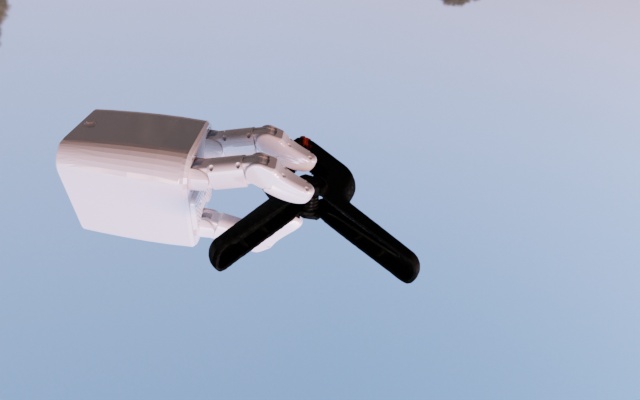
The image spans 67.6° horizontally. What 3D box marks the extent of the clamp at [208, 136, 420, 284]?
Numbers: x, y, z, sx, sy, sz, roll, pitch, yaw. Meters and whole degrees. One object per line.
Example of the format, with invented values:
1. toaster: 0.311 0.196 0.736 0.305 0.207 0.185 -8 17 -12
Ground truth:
1. clamp: 0.000 0.002 0.441 0.164 0.036 0.209 10 32 -4
